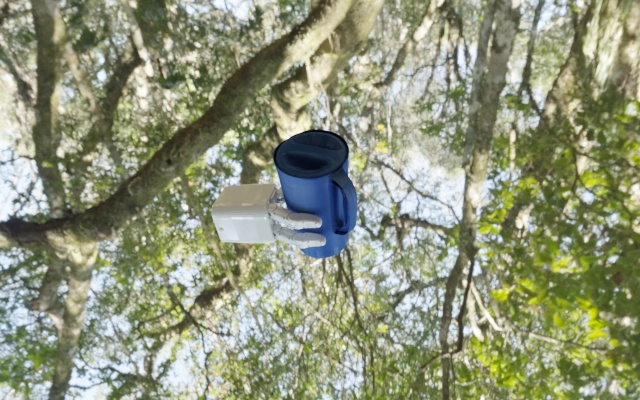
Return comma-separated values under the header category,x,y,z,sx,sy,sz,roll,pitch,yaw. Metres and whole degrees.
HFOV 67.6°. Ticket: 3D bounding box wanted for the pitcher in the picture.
category,x,y,z,sx,sy,sz,roll,pitch,yaw
pitcher,0.000,0.003,0.898,0.145,0.243,0.149,-1,45,7
